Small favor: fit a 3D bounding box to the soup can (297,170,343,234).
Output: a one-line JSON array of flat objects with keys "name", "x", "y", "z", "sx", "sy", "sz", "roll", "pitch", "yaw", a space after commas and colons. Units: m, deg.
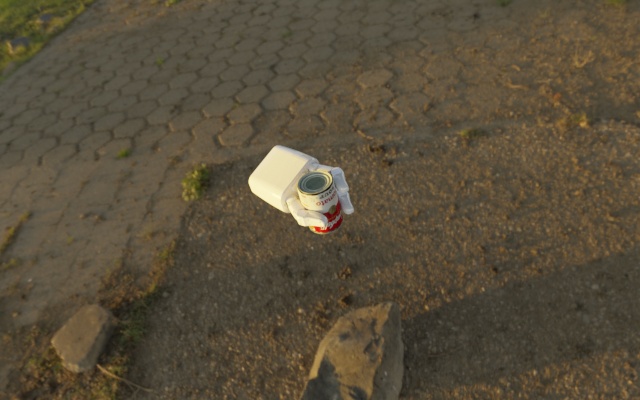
[{"name": "soup can", "x": 0.000, "y": 0.003, "z": 0.883, "sx": 0.068, "sy": 0.102, "sz": 0.068, "roll": -9, "pitch": 42, "yaw": 8}]
